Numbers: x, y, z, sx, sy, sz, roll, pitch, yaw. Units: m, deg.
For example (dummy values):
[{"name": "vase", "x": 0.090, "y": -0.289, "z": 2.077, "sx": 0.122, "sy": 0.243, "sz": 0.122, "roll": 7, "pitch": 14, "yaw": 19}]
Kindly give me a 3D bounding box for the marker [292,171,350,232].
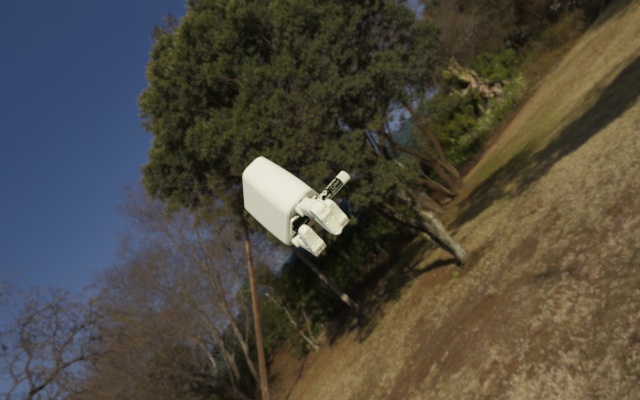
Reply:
[{"name": "marker", "x": 0.000, "y": 0.002, "z": 0.729, "sx": 0.121, "sy": 0.020, "sz": 0.020, "roll": -47, "pitch": 17, "yaw": -17}]
